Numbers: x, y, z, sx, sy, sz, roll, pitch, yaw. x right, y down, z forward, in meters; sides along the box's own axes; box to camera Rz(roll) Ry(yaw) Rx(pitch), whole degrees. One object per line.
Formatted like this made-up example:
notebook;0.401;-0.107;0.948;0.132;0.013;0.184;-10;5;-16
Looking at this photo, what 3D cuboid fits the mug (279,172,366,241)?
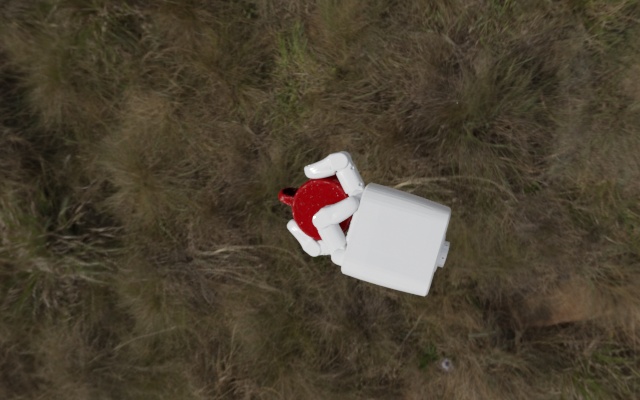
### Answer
mug;-0.001;0.002;0.640;0.117;0.093;0.081;15;15;12
